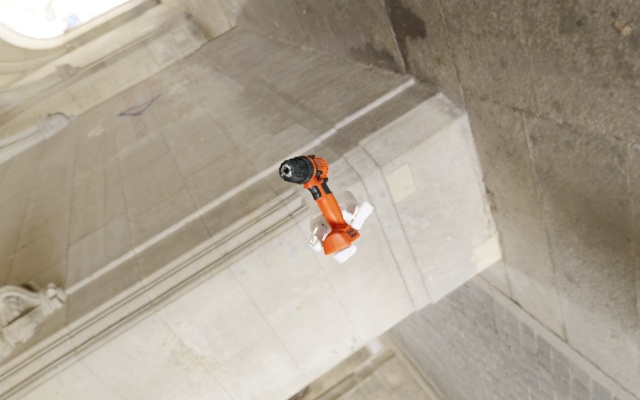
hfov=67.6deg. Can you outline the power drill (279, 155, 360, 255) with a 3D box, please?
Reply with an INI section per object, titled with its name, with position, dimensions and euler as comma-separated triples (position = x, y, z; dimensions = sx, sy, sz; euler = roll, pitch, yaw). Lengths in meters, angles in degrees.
[power drill]
position = 0.000, 0.003, 0.884
dimensions = 0.057, 0.187, 0.184
euler = -25, -3, 20
